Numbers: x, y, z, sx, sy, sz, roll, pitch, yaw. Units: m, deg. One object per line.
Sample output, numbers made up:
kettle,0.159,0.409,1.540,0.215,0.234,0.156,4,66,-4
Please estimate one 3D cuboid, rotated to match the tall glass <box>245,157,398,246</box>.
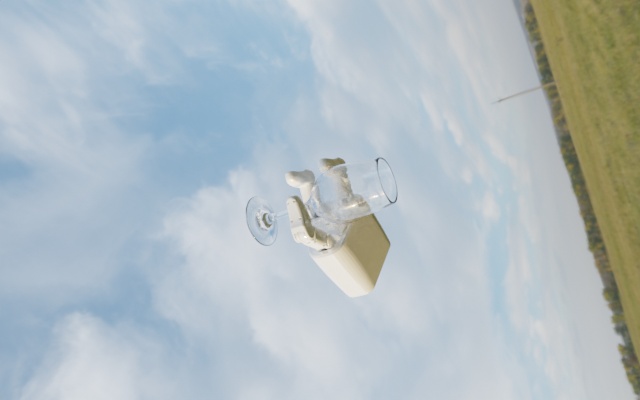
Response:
tall glass,-0.001,0.002,0.646,0.201,0.079,0.079,-18,-9,27
